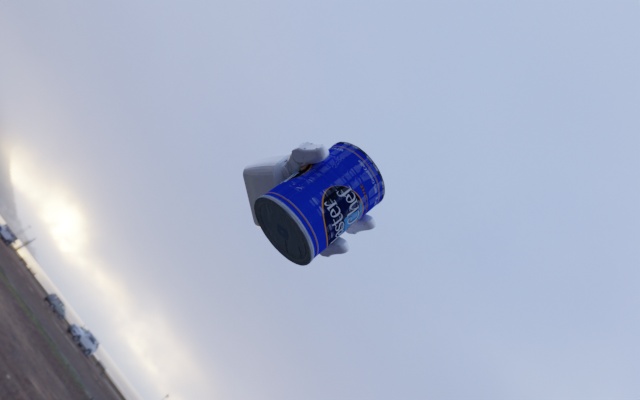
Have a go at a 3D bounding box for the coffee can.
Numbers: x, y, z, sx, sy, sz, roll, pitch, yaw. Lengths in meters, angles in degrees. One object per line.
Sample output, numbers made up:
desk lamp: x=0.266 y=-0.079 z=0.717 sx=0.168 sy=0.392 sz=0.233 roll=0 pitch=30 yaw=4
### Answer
coffee can: x=0.000 y=0.002 z=0.619 sx=0.140 sy=0.103 sz=0.103 roll=-38 pitch=20 yaw=-28
